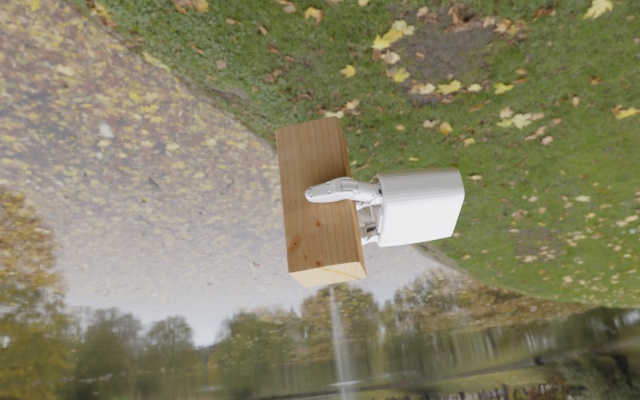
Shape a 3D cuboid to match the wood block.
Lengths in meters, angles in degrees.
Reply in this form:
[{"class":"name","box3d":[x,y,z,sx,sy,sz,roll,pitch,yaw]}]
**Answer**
[{"class":"wood block","box3d":[0.000,0.002,0.650,0.090,0.206,0.091,-11,-23,8]}]
